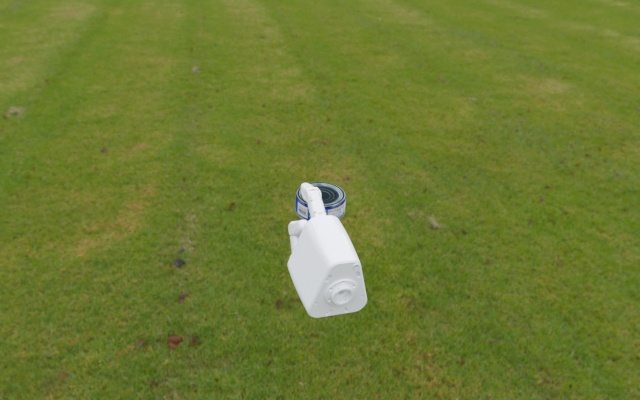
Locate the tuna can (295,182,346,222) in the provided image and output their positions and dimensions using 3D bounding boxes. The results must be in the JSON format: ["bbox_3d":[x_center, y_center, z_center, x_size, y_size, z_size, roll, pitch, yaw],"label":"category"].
[{"bbox_3d":[0.000,0.002,0.810,0.086,0.034,0.086,2,31,-1],"label":"tuna can"}]
